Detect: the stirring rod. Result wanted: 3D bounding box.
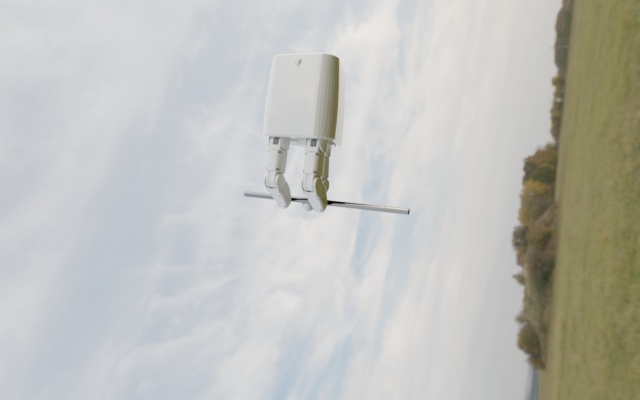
[{"bbox_3d":[0.000,0.002,0.634,0.239,0.011,0.011,6,3,26],"label":"stirring rod"}]
